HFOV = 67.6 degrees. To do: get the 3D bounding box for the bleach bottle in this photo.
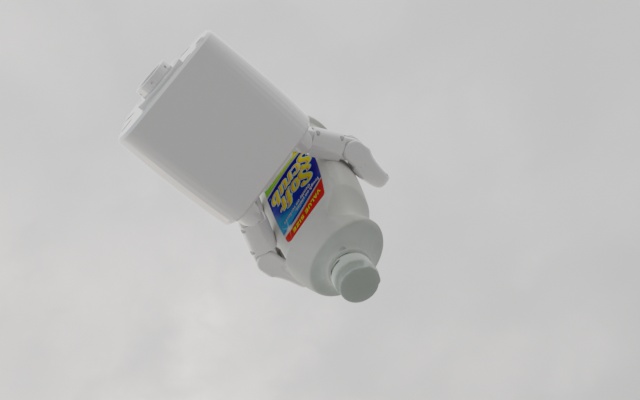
[{"bbox_3d":[0.000,0.001,0.427,0.068,0.102,0.250,41,7,-27],"label":"bleach bottle"}]
